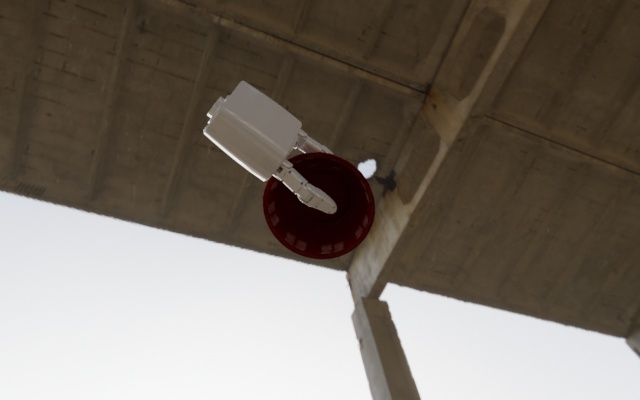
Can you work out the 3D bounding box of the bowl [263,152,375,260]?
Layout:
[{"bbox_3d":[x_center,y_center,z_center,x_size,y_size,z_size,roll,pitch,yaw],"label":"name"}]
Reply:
[{"bbox_3d":[0.001,0.003,0.700,0.162,0.162,0.055,0,19,9],"label":"bowl"}]
